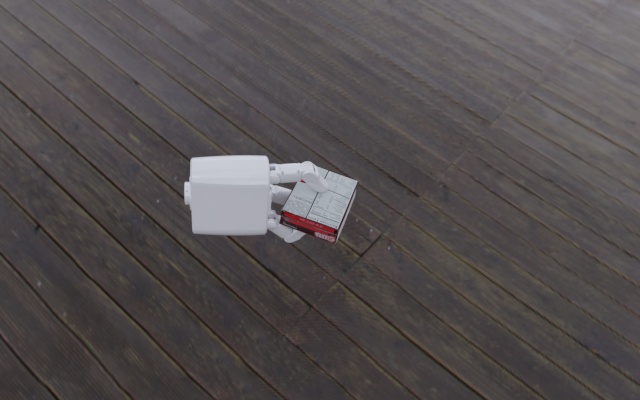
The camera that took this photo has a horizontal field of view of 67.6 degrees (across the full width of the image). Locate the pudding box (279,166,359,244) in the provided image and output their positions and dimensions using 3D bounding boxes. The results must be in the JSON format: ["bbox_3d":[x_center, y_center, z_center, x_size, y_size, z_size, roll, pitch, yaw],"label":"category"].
[{"bbox_3d":[0.000,0.002,0.720,0.090,0.113,0.039,21,-40,6],"label":"pudding box"}]
